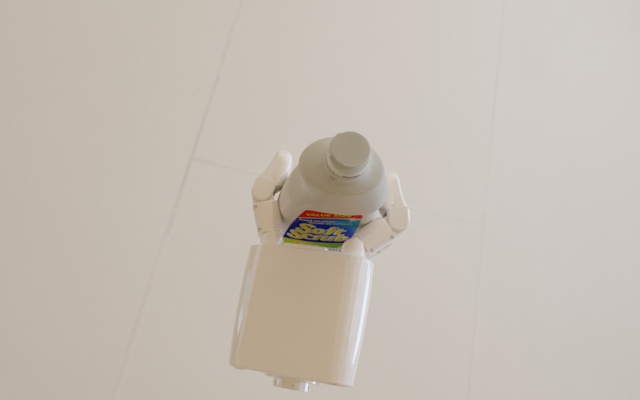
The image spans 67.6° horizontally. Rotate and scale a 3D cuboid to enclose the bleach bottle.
[{"bbox_3d":[0.000,0.001,0.453,0.102,0.068,0.251,12,-19,-2],"label":"bleach bottle"}]
